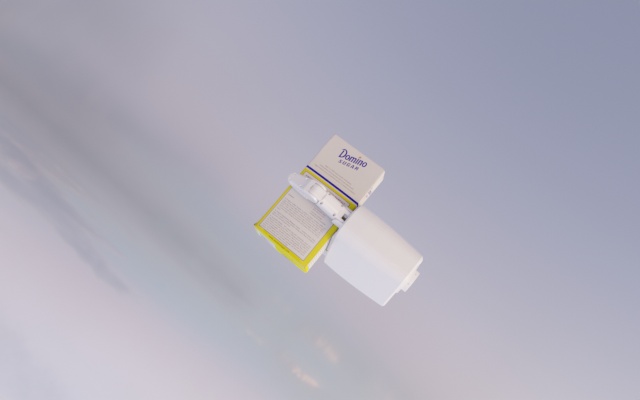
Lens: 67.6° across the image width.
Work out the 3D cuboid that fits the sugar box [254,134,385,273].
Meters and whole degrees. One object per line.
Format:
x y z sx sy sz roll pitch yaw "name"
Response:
0.000 0.003 0.663 0.093 0.176 0.048 38 -15 12 "sugar box"
